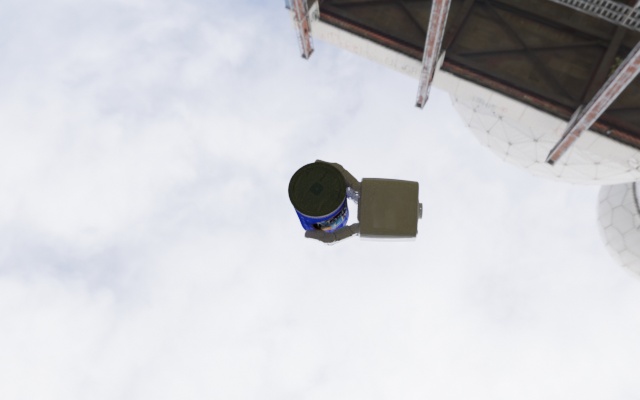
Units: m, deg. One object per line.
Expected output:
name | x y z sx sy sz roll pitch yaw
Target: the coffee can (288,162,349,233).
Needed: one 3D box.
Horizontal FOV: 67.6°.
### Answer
coffee can | 0.000 0.003 0.891 0.103 0.102 0.140 0 -20 6
